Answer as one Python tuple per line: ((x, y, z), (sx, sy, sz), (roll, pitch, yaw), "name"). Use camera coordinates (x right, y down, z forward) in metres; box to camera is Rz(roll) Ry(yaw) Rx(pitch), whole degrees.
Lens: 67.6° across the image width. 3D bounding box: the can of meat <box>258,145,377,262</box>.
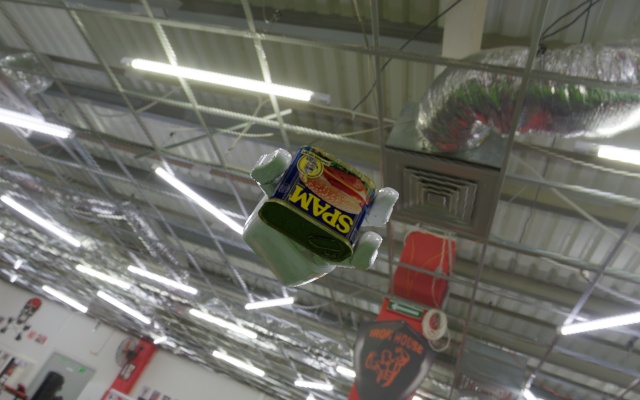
((0.000, 0.001, 0.501), (0.102, 0.084, 0.057), (32, -31, -7), "can of meat")
